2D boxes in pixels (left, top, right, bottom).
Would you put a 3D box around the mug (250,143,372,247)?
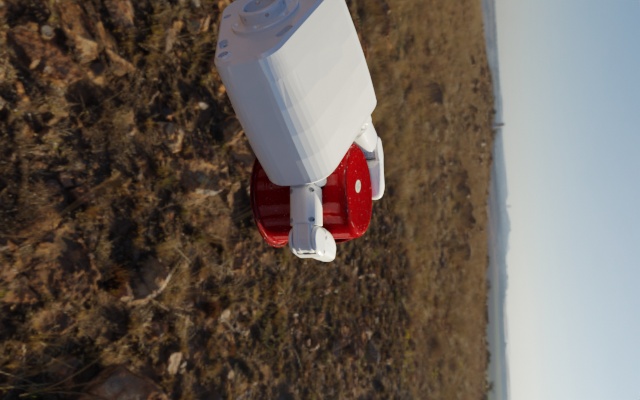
[{"bbox_3d":[0.001,0.002,0.428,0.081,0.093,0.117,-4,-43,22],"label":"mug"}]
